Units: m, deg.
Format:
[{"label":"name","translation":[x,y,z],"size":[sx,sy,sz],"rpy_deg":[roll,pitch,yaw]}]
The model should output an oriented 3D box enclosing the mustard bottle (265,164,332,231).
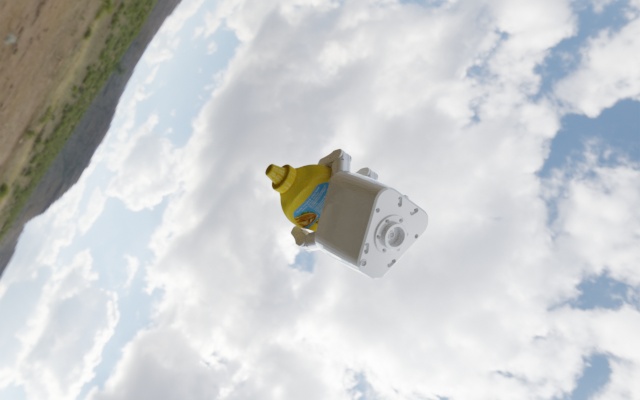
[{"label":"mustard bottle","translation":[0.000,0.002,0.692],"size":[0.192,0.096,0.058],"rpy_deg":[32,20,-30]}]
